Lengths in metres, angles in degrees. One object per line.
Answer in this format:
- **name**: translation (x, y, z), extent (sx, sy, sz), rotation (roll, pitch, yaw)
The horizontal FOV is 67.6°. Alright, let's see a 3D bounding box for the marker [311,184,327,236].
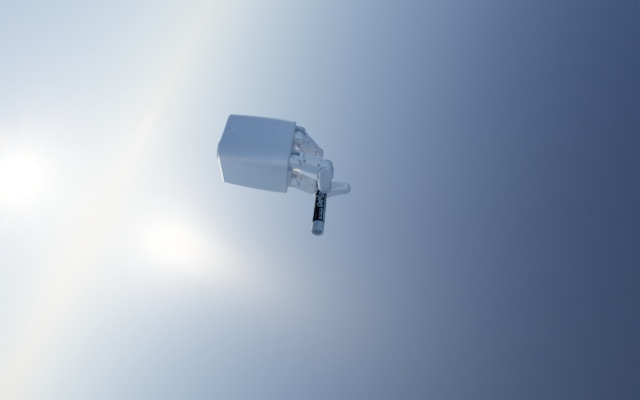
- **marker**: translation (0.000, 0.002, 0.747), extent (0.020, 0.121, 0.020), rotation (3, -42, 3)
